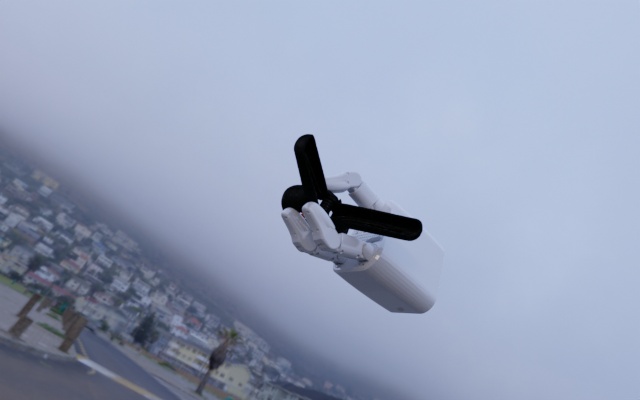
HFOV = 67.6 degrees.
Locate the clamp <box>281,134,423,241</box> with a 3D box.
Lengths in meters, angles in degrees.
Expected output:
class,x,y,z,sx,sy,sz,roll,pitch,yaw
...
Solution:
class,x,y,z,sx,sy,sz,roll,pitch,yaw
clamp,0.000,0.001,0.568,0.164,0.036,0.210,42,-27,-17
